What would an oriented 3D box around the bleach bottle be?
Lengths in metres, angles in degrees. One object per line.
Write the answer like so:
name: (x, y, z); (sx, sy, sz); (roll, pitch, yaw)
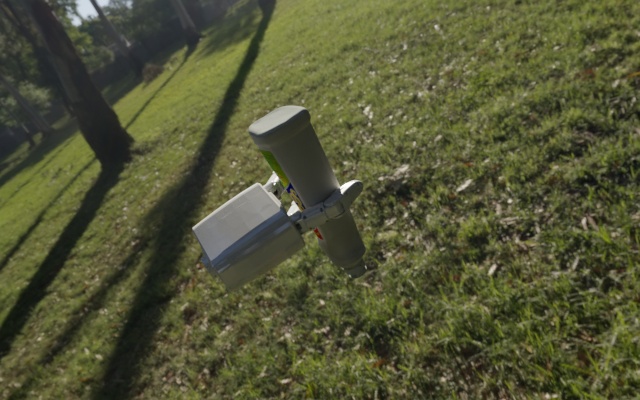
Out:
bleach bottle: (0.000, 0.002, 0.622); (0.068, 0.251, 0.102); (-34, 23, -11)
